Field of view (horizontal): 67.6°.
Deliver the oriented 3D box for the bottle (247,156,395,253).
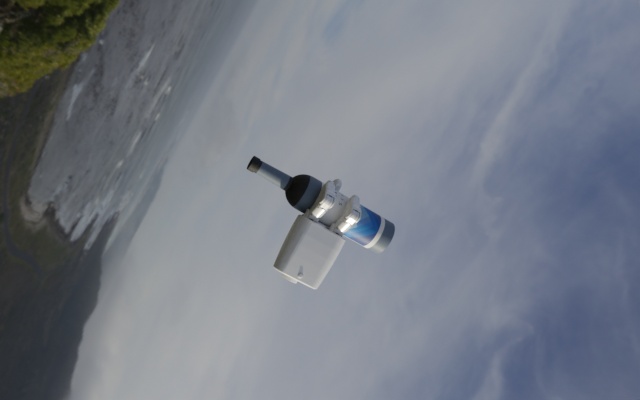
[{"bbox_3d":[0.000,0.003,0.876,0.296,0.069,0.069,30,-9,-17],"label":"bottle"}]
